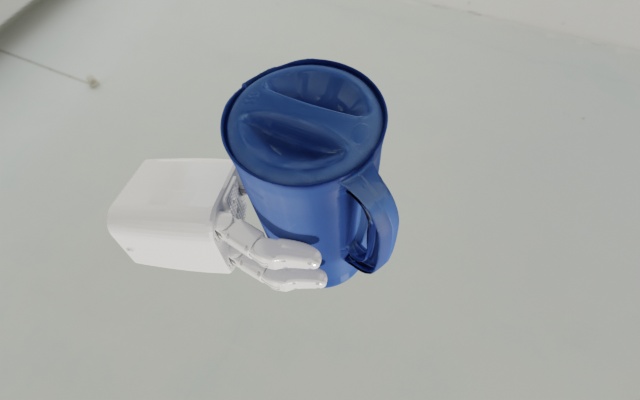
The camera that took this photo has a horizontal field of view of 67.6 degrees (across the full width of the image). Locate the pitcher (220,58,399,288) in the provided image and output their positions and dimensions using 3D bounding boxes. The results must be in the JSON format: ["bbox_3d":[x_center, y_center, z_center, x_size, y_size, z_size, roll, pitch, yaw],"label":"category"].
[{"bbox_3d":[0.000,0.001,0.468,0.145,0.149,0.243,3,-32,7],"label":"pitcher"}]
